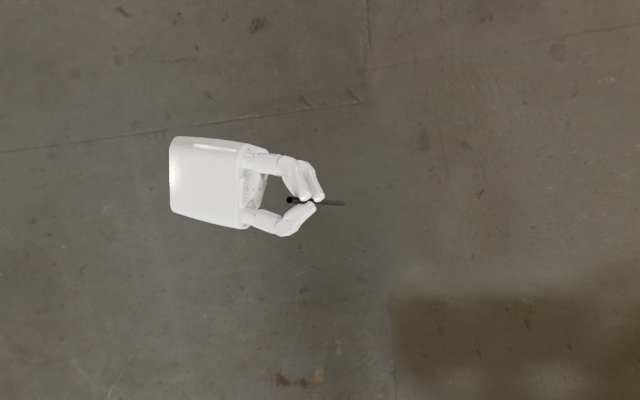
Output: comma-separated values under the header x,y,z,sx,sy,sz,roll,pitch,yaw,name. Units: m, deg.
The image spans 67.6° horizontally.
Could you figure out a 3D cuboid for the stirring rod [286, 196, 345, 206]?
x,y,z,sx,sy,sz,roll,pitch,yaw,name
0.000,0.002,0.665,0.011,0.011,0.239,0,-1,17,stirring rod
